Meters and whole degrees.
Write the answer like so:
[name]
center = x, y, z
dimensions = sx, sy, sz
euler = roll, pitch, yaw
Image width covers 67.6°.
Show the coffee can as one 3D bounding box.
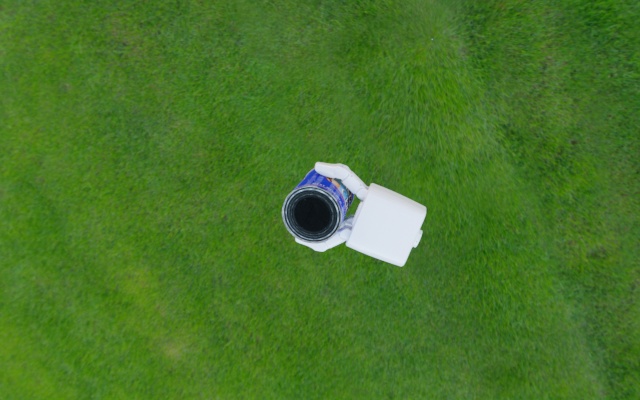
[coffee can]
center = 0.000, 0.003, 0.851
dimensions = 0.103, 0.103, 0.140
euler = 0, 18, 13
